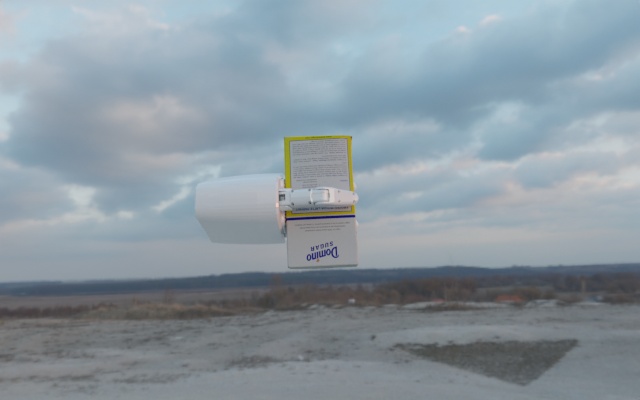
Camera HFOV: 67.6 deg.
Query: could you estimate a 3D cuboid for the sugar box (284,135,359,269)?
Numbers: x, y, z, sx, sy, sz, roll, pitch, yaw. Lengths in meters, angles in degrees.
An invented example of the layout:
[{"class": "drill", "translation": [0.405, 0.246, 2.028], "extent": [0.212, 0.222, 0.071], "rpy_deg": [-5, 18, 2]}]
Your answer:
[{"class": "sugar box", "translation": [0.000, 0.002, 0.640], "extent": [0.093, 0.176, 0.048], "rpy_deg": [-2, -9, 1]}]
